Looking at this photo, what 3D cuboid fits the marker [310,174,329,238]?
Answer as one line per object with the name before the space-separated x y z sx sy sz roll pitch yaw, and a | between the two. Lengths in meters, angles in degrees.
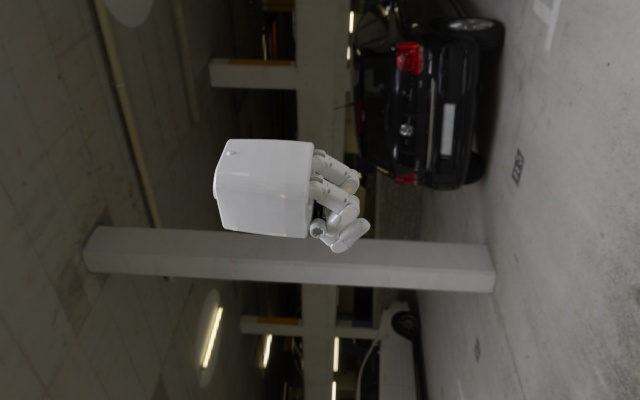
marker | 0.000 0.002 0.607 0.020 0.020 0.121 0 36 4
